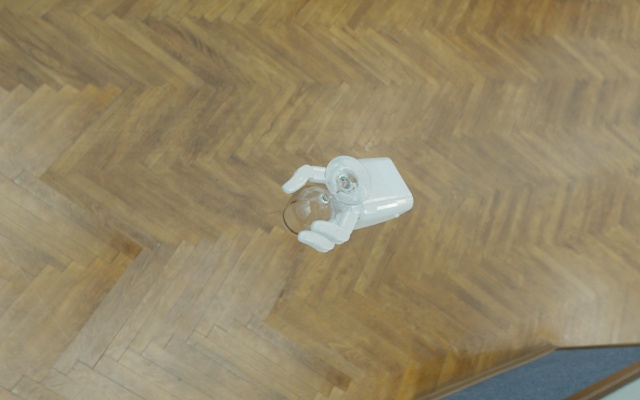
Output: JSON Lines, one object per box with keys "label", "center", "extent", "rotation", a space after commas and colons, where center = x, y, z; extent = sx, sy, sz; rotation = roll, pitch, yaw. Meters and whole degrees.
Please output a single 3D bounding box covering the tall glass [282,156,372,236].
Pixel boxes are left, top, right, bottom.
{"label": "tall glass", "center": [0.000, 0.002, 0.757], "extent": [0.079, 0.079, 0.201], "rotation": [0, -18, -26]}
